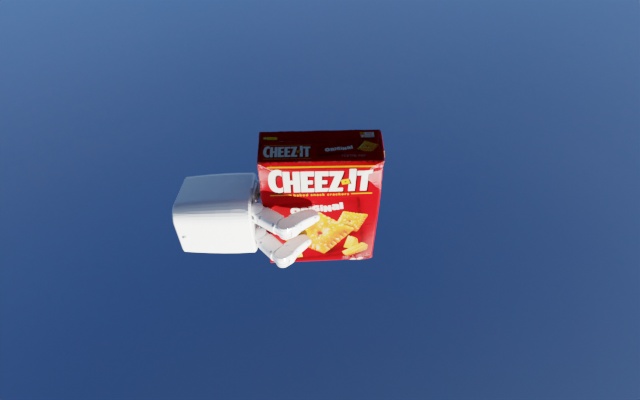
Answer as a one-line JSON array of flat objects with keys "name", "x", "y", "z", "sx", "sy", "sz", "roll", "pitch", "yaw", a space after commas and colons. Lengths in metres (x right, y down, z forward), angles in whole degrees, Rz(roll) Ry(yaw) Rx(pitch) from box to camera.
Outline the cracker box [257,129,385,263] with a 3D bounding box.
[{"name": "cracker box", "x": 0.000, "y": 0.002, "z": 0.689, "sx": 0.164, "sy": 0.072, "sz": 0.214, "roll": -2, "pitch": -42, "yaw": -1}]
